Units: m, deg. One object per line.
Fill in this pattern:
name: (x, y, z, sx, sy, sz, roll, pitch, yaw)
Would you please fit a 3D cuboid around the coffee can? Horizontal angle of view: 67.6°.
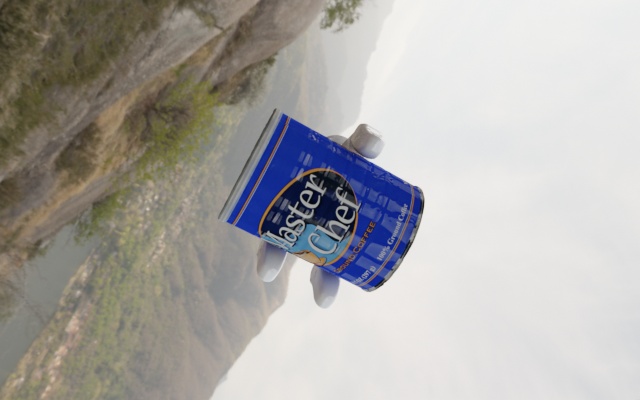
coffee can: (0.000, 0.001, 0.403, 0.140, 0.103, 0.103, 28, -5, -10)
